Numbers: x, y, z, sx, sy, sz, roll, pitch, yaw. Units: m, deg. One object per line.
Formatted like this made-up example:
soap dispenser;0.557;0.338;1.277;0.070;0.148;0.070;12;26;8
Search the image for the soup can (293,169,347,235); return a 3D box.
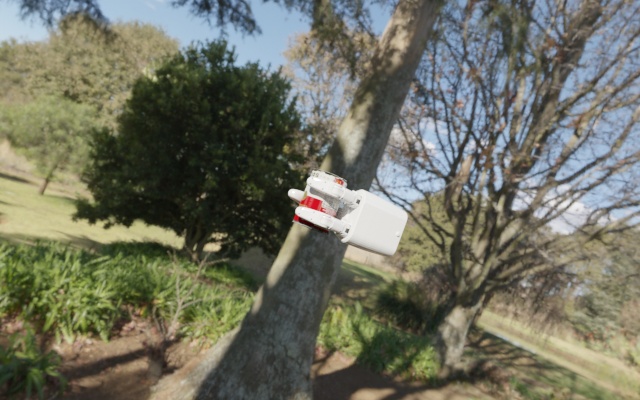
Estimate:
soup can;0.000;0.002;0.851;0.068;0.102;0.068;21;-4;2
